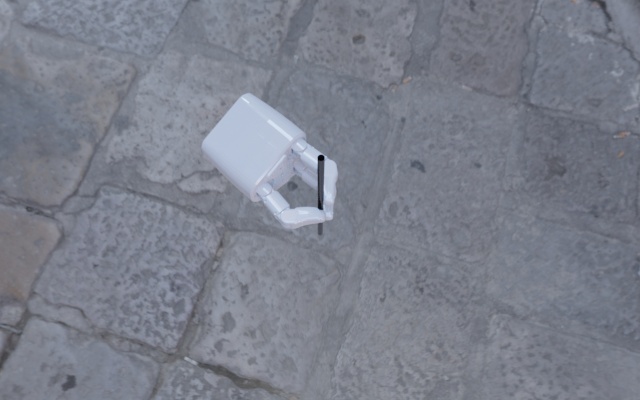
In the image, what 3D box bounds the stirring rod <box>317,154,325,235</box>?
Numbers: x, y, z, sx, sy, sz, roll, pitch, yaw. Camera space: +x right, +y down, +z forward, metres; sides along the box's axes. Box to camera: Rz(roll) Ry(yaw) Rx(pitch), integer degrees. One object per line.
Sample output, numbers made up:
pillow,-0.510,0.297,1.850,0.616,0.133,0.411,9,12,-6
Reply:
stirring rod,0.000,0.002,0.616,0.011,0.011,0.240,0,-23,0
